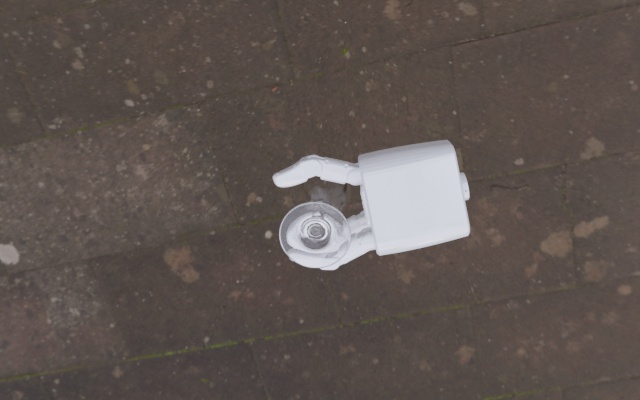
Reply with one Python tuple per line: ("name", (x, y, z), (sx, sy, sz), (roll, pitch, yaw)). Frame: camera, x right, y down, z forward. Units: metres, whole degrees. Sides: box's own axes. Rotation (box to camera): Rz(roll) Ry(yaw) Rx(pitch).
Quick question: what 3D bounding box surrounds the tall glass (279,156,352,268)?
("tall glass", (0.000, 0.002, 0.580), (0.079, 0.079, 0.201), (0, 20, 3))
